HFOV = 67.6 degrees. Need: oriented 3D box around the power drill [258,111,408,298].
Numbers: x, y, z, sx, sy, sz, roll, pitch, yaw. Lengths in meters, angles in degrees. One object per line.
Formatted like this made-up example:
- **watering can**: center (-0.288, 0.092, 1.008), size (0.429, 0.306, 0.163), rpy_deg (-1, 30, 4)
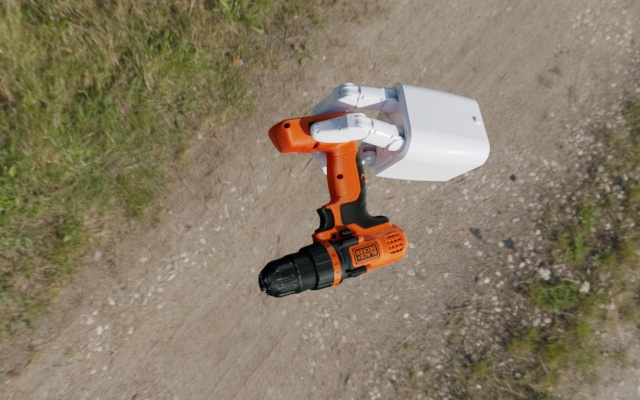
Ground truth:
- **power drill**: center (0.000, 0.001, 0.535), size (0.184, 0.187, 0.057), rpy_deg (-13, 0, -29)
